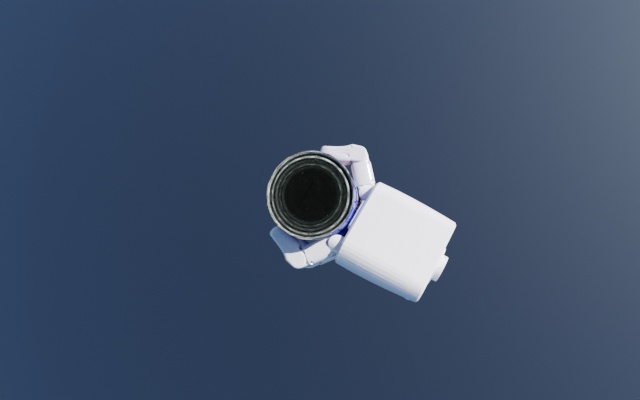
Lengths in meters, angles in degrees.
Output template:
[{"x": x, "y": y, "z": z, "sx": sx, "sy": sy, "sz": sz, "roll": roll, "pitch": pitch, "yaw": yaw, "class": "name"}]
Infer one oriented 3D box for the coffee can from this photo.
[{"x": 0.000, "y": 0.002, "z": 0.608, "sx": 0.103, "sy": 0.103, "sz": 0.140, "roll": 0, "pitch": -7, "yaw": 10, "class": "coffee can"}]
